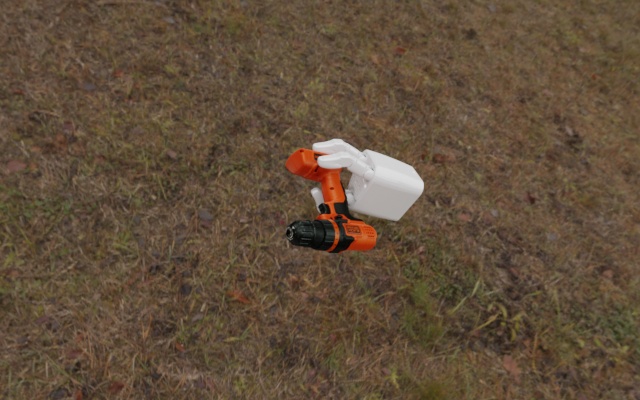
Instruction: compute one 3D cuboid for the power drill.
[{"bbox_3d":[0.000,0.002,0.819,0.184,0.187,0.057,9,-38,-42],"label":"power drill"}]
